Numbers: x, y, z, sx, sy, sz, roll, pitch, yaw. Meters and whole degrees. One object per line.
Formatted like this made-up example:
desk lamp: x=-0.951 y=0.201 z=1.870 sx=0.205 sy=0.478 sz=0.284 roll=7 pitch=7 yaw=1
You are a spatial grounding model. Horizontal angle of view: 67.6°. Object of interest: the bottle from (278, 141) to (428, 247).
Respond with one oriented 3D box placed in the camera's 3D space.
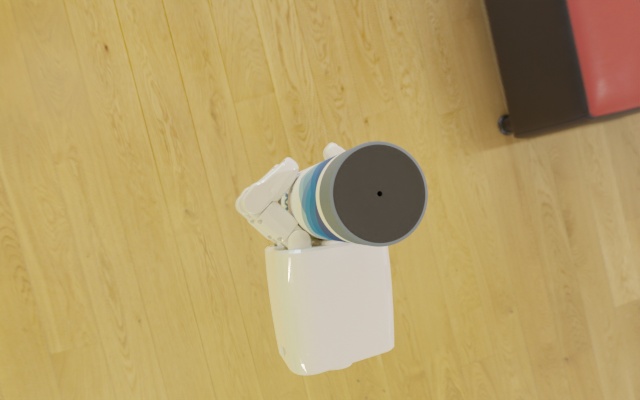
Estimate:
bottle: x=0.000 y=0.001 z=0.440 sx=0.069 sy=0.069 sz=0.296 roll=0 pitch=-2 yaw=-15
